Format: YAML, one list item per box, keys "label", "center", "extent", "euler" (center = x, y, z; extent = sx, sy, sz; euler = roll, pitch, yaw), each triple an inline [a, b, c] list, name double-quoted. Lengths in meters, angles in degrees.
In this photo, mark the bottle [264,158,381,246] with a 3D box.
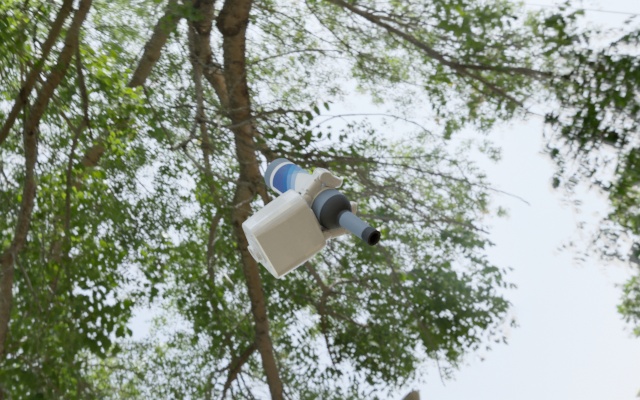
- label: "bottle"
  center: [0.000, 0.003, 0.847]
  extent: [0.069, 0.069, 0.295]
  euler: [0, 22, -38]
